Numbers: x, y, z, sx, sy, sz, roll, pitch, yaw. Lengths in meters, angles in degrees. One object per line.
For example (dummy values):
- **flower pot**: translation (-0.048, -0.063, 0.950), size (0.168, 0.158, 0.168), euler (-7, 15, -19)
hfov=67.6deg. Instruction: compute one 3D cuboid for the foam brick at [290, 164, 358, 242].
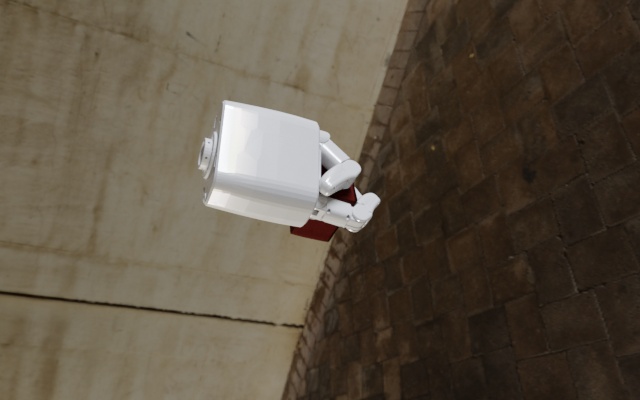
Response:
- **foam brick**: translation (0.000, 0.002, 0.551), size (0.051, 0.053, 0.078), euler (12, -45, -22)
